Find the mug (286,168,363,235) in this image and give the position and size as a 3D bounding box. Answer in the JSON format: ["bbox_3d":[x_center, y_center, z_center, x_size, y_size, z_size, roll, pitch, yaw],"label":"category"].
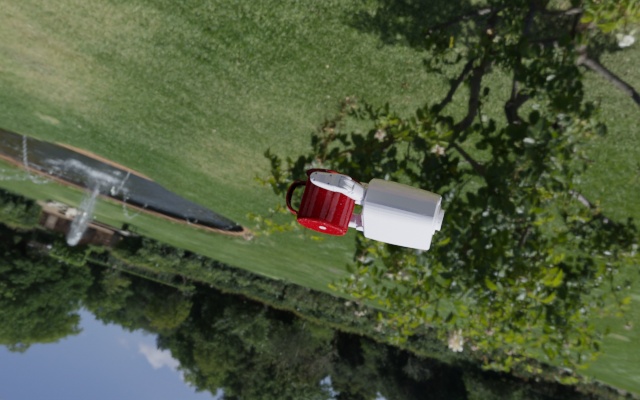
[{"bbox_3d":[-0.001,0.002,0.748,0.117,0.081,0.093,12,-14,16],"label":"mug"}]
